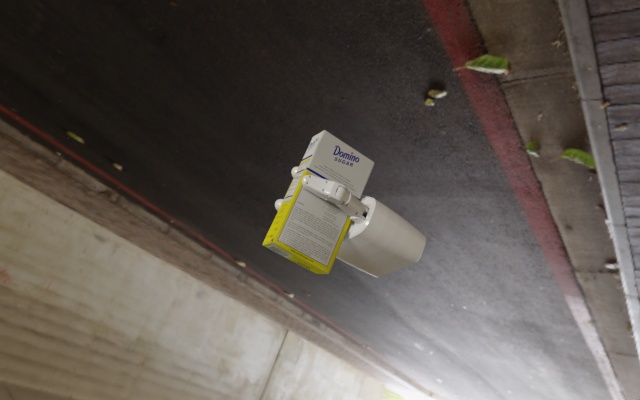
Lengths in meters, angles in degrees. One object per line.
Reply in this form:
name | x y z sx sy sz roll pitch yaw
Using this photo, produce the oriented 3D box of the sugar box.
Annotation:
sugar box | 0.000 0.002 0.660 0.093 0.176 0.048 31 -22 -19
